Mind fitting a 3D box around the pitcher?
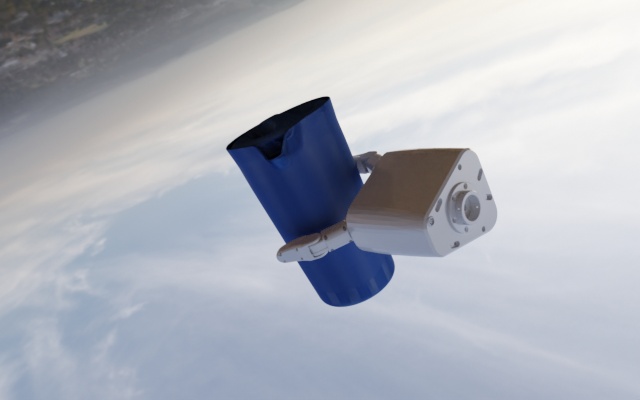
[{"bbox_3d":[0.000,0.002,0.595,0.149,0.243,0.145,-39,23,-32],"label":"pitcher"}]
